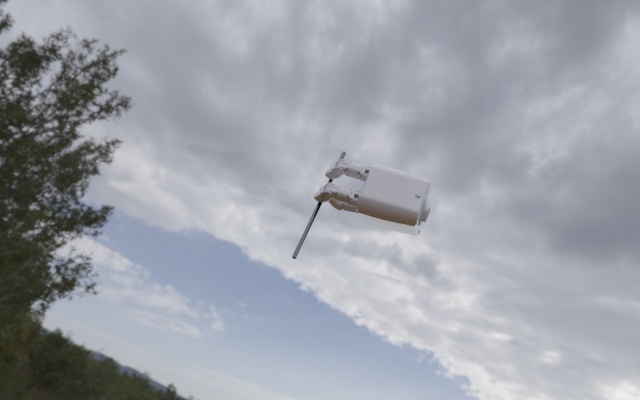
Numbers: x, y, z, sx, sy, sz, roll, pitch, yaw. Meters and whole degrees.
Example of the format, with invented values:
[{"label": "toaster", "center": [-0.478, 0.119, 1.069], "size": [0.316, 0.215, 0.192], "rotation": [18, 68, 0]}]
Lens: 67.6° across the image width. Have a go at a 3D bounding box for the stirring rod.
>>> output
[{"label": "stirring rod", "center": [0.000, 0.003, 0.876], "size": [0.011, 0.239, 0.011], "rotation": [20, -28, 11]}]
